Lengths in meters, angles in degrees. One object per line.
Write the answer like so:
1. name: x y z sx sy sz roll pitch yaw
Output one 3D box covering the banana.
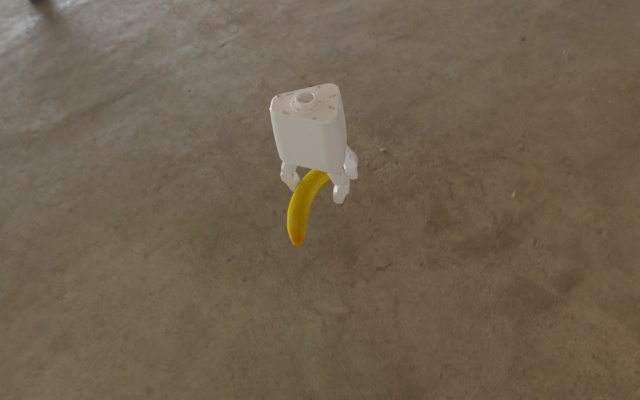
1. banana: -0.014 -0.007 0.845 0.069 0.197 0.037 24 -33 20
